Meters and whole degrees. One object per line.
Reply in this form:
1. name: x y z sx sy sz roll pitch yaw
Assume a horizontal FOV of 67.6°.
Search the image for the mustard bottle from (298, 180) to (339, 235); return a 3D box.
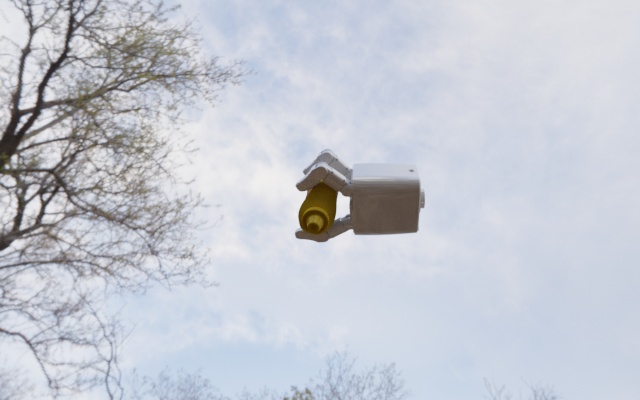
1. mustard bottle: 0.000 0.002 0.786 0.058 0.096 0.191 23 24 -4
